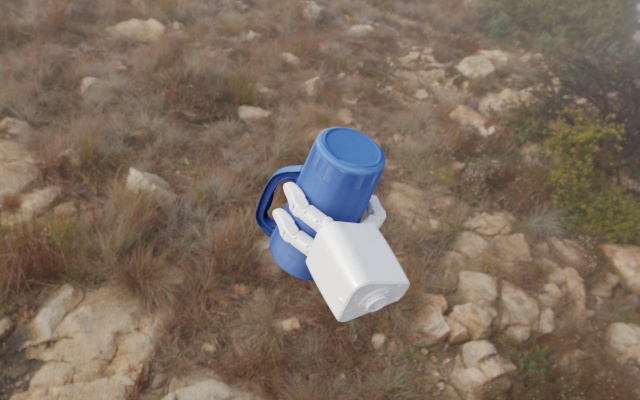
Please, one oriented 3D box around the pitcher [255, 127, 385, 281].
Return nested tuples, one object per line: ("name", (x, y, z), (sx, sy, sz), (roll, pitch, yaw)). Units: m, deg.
("pitcher", (0.000, 0.003, 0.763), (0.149, 0.145, 0.243), (-6, -42, -30))
